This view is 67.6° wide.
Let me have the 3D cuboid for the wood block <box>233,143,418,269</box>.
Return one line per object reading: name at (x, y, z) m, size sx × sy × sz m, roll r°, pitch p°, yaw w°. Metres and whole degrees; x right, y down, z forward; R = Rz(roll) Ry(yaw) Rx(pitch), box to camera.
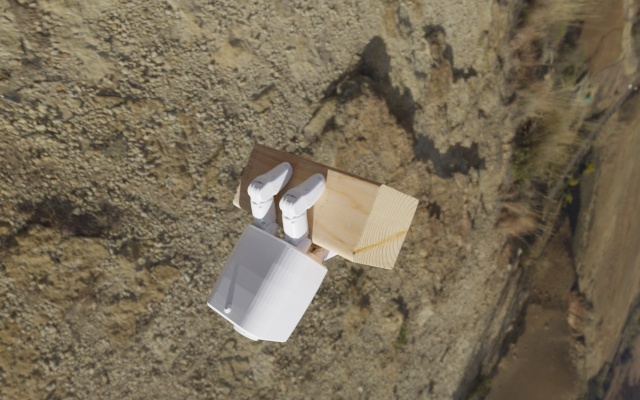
wood block at (0.000, 0.002, 0.591) m, size 0.206 × 0.090 × 0.091 m, roll 22°, pitch 2°, yaw 39°
